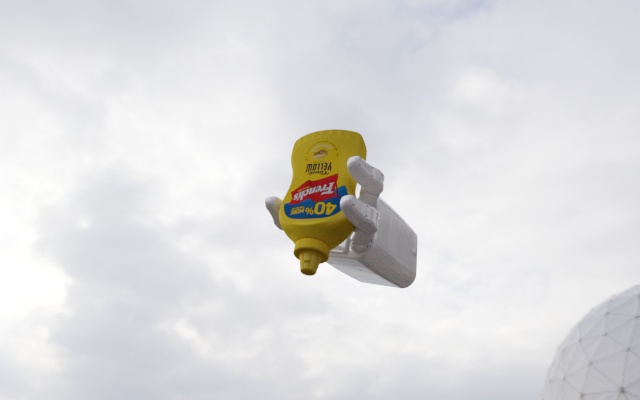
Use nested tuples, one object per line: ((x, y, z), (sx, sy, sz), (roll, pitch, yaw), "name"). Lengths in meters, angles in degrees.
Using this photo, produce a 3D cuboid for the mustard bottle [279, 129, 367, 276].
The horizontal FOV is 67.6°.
((0.000, 0.001, 0.579), (0.096, 0.191, 0.058), (-3, -35, 18), "mustard bottle")
